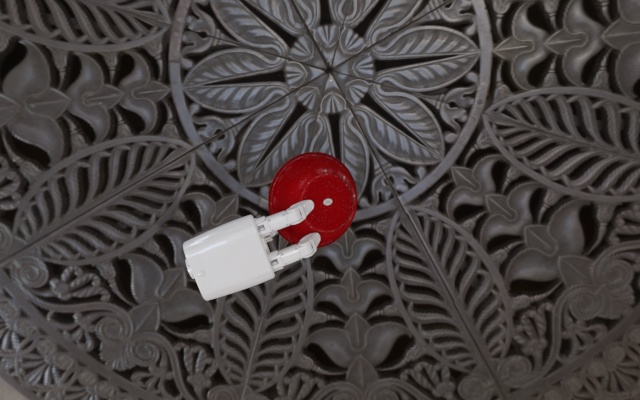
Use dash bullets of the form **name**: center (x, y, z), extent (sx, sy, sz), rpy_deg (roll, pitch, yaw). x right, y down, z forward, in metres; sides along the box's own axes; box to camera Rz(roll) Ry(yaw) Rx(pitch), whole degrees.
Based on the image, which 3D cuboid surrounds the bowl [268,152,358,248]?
- **bowl**: center (0.001, 0.002, 0.769), extent (0.162, 0.162, 0.055), rpy_deg (0, 5, -24)
